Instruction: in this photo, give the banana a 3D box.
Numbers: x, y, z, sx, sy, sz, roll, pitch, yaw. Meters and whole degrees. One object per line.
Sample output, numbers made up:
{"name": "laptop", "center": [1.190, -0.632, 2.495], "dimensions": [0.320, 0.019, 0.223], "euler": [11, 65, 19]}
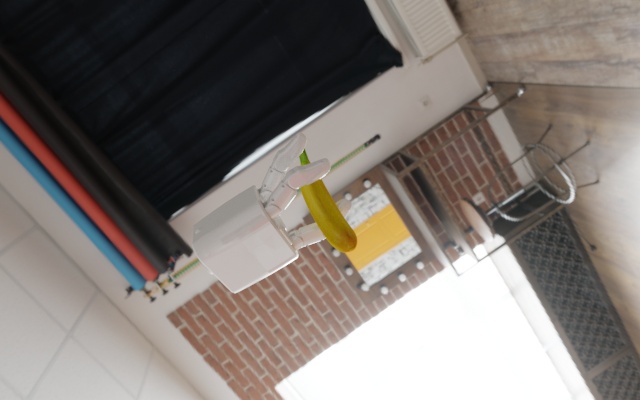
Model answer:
{"name": "banana", "center": [0.005, 0.011, 0.629], "dimensions": [0.037, 0.197, 0.070], "euler": [-29, -44, -1]}
